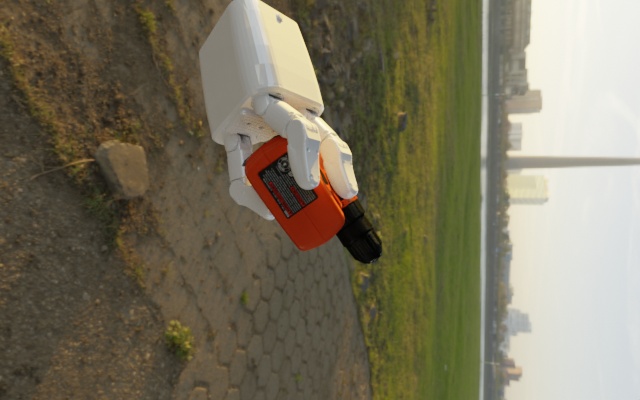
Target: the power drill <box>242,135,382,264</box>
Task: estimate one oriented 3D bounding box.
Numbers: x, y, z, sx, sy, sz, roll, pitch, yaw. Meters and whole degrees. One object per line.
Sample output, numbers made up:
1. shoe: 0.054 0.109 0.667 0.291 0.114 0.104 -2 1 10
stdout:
1. power drill: 0.000 0.001 0.510 0.057 0.184 0.187 -37 -4 9
